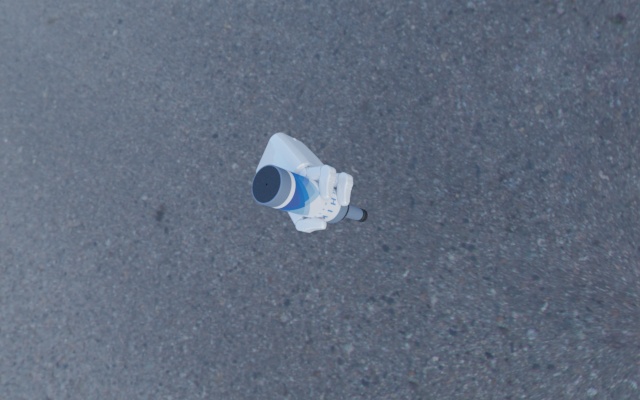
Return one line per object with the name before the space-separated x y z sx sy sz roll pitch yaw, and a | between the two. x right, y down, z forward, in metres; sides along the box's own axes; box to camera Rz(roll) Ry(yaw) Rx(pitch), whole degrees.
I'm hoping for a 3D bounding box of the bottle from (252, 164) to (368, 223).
bottle | 0.000 0.003 0.881 0.069 0.069 0.296 0 -11 37
